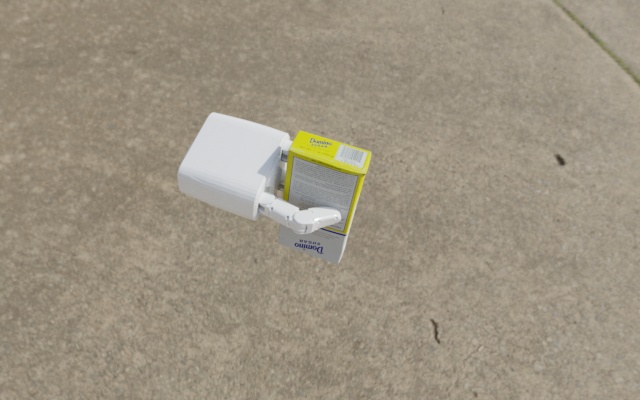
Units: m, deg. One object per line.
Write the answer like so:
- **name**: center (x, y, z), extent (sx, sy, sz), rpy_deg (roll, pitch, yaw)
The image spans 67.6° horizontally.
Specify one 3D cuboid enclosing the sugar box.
- **sugar box**: center (0.000, 0.002, 0.611), extent (0.093, 0.048, 0.176), rpy_deg (19, -41, 6)
